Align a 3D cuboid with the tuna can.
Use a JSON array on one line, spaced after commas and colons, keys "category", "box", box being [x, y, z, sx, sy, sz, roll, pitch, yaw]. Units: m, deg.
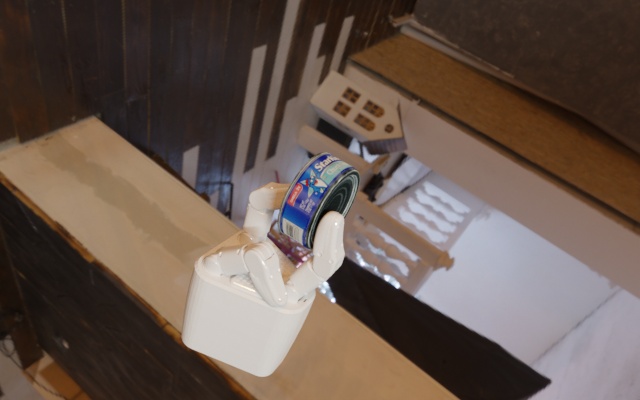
[{"category": "tuna can", "box": [0.001, 0.002, 0.434, 0.033, 0.086, 0.086, 30, 11, 19]}]
